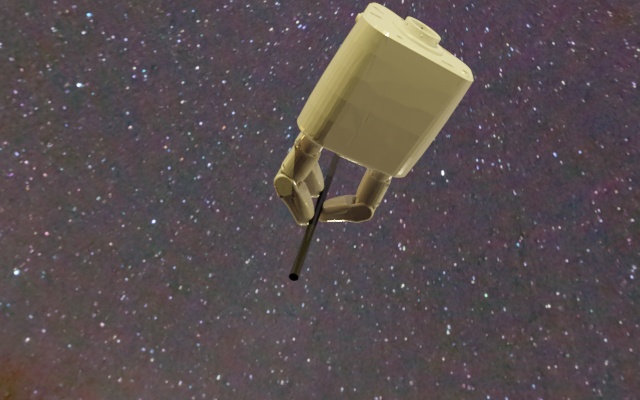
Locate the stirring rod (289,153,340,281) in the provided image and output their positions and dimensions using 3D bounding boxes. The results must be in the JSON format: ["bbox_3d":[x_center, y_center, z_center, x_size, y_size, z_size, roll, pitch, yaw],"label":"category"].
[{"bbox_3d":[0.000,0.002,0.483,0.011,0.011,0.239,0,30,12],"label":"stirring rod"}]
